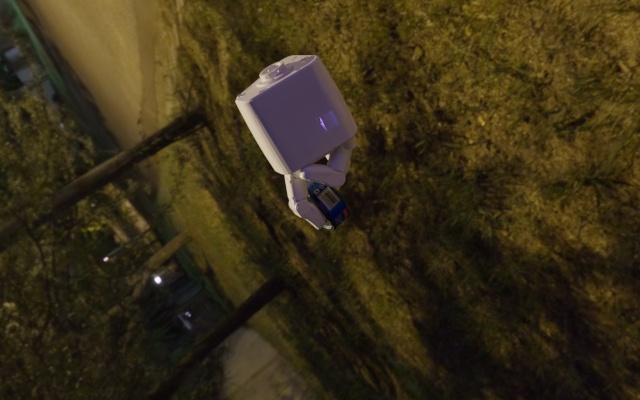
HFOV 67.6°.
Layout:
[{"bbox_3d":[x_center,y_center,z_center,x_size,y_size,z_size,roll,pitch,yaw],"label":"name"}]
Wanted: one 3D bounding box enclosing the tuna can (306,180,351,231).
[{"bbox_3d":[0.000,0.003,0.673,0.033,0.086,0.086,-44,15,-16],"label":"tuna can"}]
